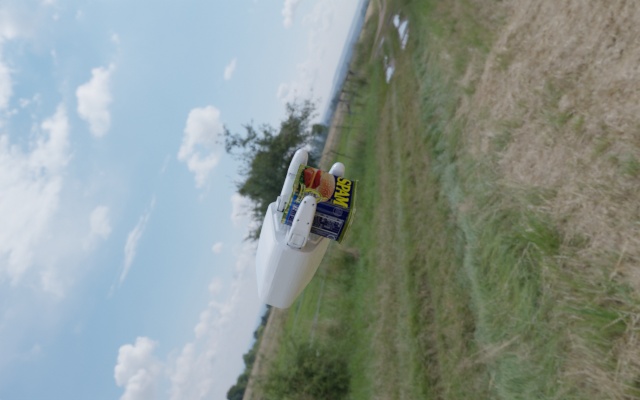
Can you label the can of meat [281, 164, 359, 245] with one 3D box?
[{"bbox_3d":[0.000,0.002,0.626,0.084,0.057,0.102,18,33,-3],"label":"can of meat"}]
